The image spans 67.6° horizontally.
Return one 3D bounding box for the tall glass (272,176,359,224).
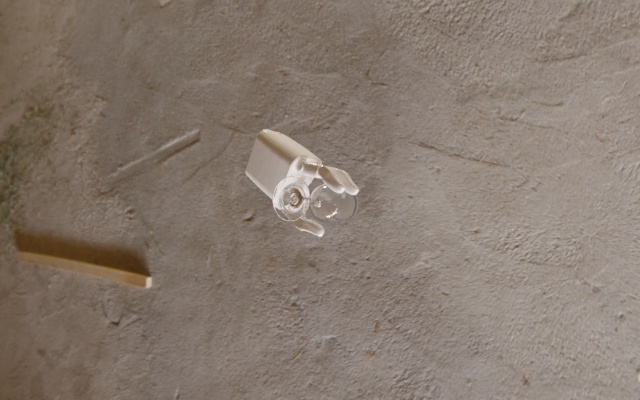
[{"bbox_3d":[0.000,0.003,0.867,0.079,0.079,0.201,0,-4,30],"label":"tall glass"}]
